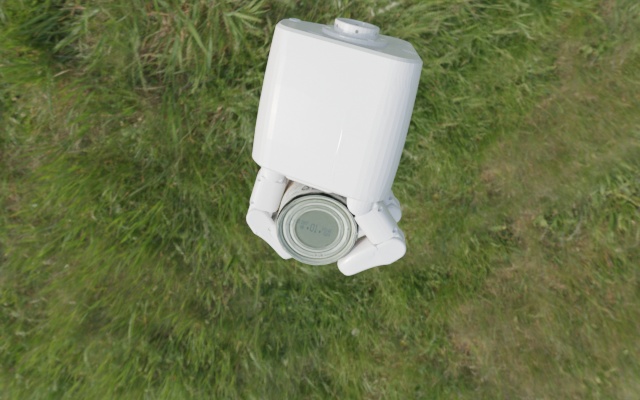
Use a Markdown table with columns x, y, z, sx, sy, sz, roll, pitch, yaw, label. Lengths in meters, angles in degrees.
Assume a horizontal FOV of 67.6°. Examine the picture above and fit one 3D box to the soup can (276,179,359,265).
| x | y | z | sx | sy | sz | roll | pitch | yaw | label |
| --- | --- | --- | --- | --- | --- | --- | --- | --- | --- |
| 0.000 | 0.002 | 0.422 | 0.068 | 0.068 | 0.102 | 0 | 27 | 4 | soup can |
